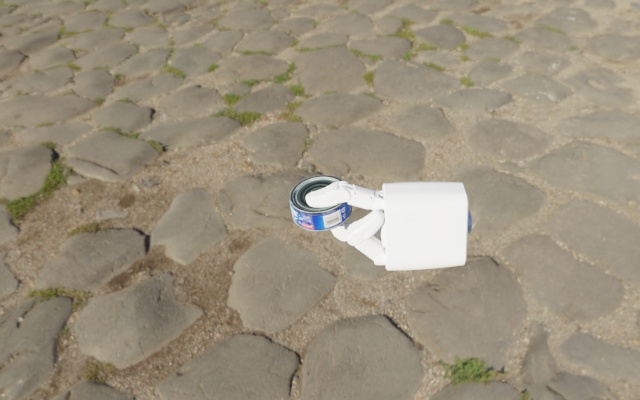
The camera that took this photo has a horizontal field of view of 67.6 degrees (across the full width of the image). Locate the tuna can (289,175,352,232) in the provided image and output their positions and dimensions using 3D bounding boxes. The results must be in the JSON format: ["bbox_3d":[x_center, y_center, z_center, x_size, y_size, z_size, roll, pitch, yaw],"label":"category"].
[{"bbox_3d":[0.000,0.002,0.663,0.086,0.034,0.086,-6,40,5],"label":"tuna can"}]
